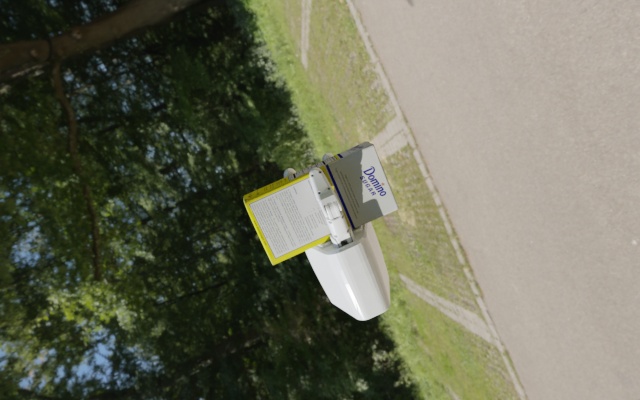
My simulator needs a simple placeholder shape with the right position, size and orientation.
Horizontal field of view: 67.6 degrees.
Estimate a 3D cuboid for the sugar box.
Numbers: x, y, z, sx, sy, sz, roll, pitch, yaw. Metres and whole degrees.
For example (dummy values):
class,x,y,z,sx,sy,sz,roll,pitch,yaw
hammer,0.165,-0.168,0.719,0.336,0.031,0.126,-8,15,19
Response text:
class,x,y,z,sx,sy,sz,roll,pitch,yaw
sugar box,0.000,0.002,0.609,0.176,0.093,0.048,-24,15,-3
